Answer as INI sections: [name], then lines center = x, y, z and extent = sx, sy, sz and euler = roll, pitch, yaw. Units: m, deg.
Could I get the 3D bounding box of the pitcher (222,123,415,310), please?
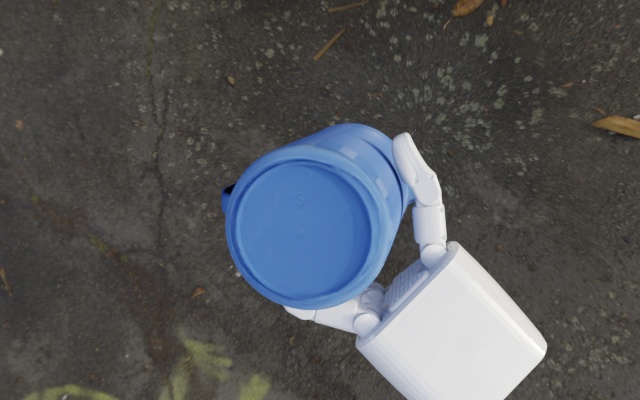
[pitcher]
center = 0.000, 0.001, 0.412
extent = 0.149, 0.145, 0.243
euler = -43, -1, 14
